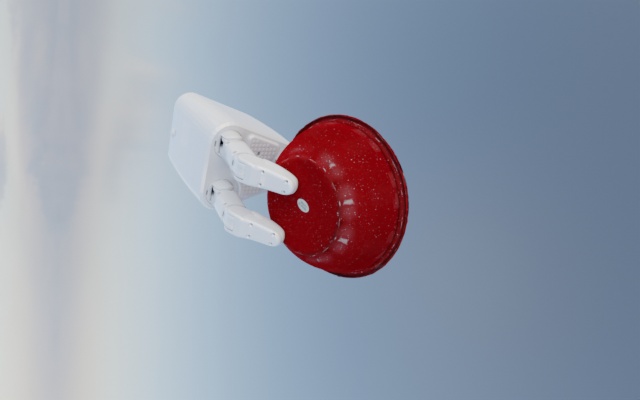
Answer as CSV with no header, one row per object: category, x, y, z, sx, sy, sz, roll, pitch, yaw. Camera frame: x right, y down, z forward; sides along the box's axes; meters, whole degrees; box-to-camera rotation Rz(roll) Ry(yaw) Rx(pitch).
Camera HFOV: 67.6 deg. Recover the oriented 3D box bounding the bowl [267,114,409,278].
bowl,0.001,0.002,0.448,0.162,0.162,0.055,0,9,42
